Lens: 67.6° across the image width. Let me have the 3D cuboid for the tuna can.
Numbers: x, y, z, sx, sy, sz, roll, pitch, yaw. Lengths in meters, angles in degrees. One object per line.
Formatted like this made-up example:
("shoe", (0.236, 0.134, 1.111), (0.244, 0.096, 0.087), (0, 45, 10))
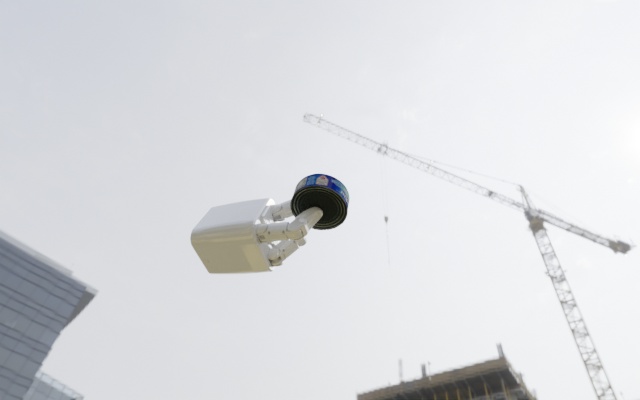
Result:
("tuna can", (0.000, 0.002, 0.713), (0.086, 0.086, 0.033), (0, 40, 12))
